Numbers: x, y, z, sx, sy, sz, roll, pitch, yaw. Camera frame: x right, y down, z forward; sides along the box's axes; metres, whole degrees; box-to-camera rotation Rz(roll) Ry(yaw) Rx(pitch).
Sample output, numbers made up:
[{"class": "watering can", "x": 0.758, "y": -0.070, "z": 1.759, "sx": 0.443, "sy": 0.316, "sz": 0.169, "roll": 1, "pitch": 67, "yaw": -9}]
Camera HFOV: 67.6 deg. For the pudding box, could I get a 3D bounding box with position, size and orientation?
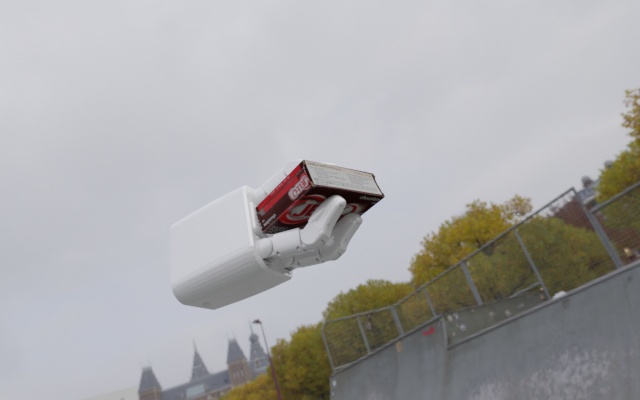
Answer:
[{"class": "pudding box", "x": 0.000, "y": 0.002, "z": 0.522, "sx": 0.113, "sy": 0.039, "sz": 0.090, "roll": 4, "pitch": -35, "yaw": -45}]
